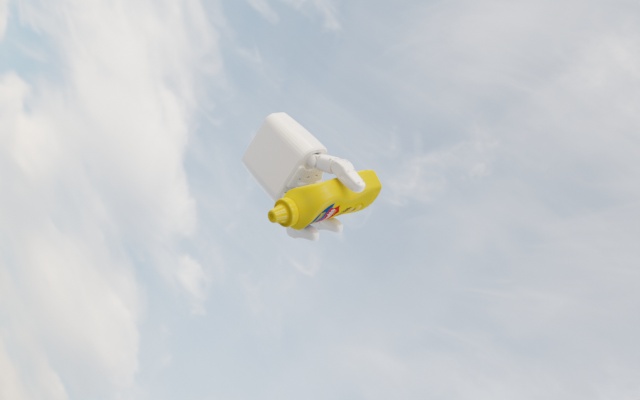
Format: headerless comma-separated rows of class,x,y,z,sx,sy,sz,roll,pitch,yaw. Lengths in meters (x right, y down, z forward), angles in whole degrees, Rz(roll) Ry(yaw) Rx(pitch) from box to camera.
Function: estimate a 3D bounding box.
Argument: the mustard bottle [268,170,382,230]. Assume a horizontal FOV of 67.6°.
mustard bottle,0.000,0.003,0.714,0.191,0.058,0.096,-15,-14,-43
